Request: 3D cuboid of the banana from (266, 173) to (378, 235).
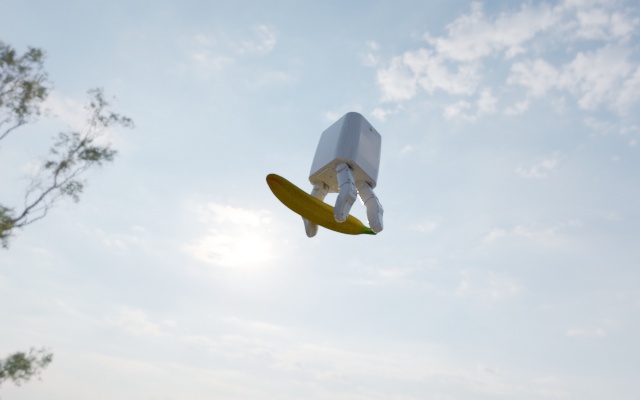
[{"bbox_3d":[-0.006,0.010,0.751,0.198,0.037,0.070,26,-30,-18],"label":"banana"}]
